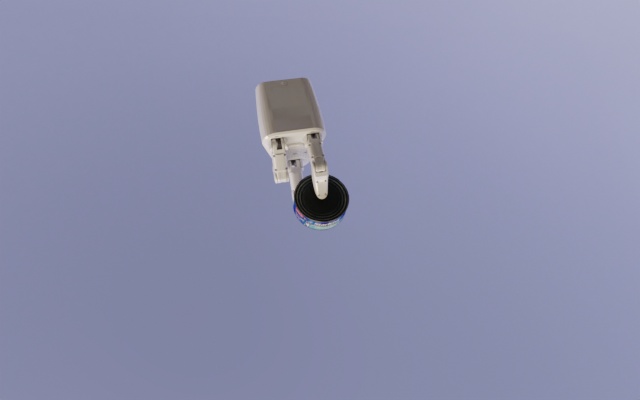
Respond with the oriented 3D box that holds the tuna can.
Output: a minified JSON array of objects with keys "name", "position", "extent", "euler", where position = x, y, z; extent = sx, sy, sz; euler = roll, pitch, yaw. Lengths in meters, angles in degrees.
[{"name":"tuna can","position":[0.000,0.003,0.744],"extent":[0.086,0.086,0.034],"euler":[0,-29,-7]}]
